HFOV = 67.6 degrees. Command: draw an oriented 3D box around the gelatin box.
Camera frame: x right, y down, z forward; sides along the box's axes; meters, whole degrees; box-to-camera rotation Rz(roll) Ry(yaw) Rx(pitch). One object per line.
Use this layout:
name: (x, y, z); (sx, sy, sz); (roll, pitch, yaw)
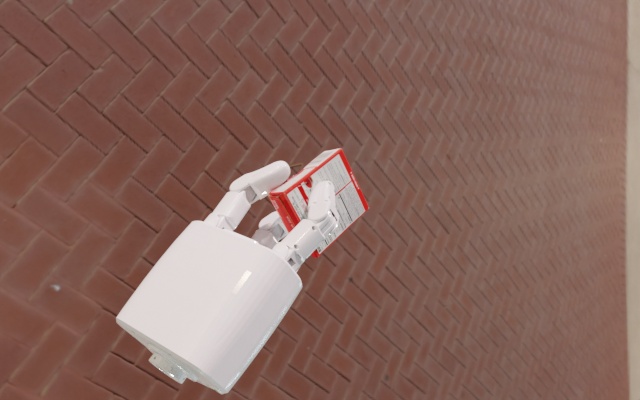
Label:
gelatin box: (0.001, 0.001, 0.474); (0.089, 0.073, 0.030); (-40, 23, -33)
